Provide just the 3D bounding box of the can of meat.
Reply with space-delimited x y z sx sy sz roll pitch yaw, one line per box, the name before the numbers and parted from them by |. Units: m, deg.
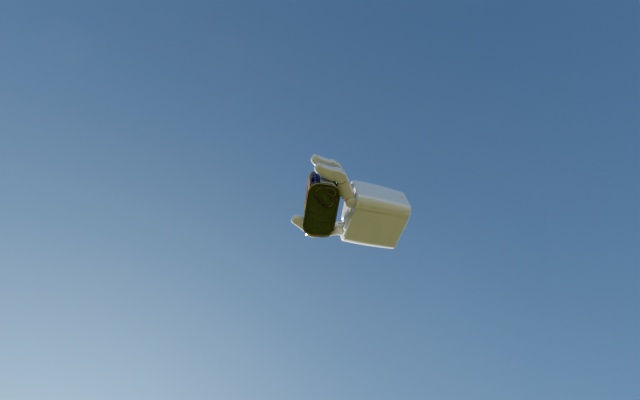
can of meat | 0.000 0.003 0.872 0.057 0.102 0.084 7 22 -5
